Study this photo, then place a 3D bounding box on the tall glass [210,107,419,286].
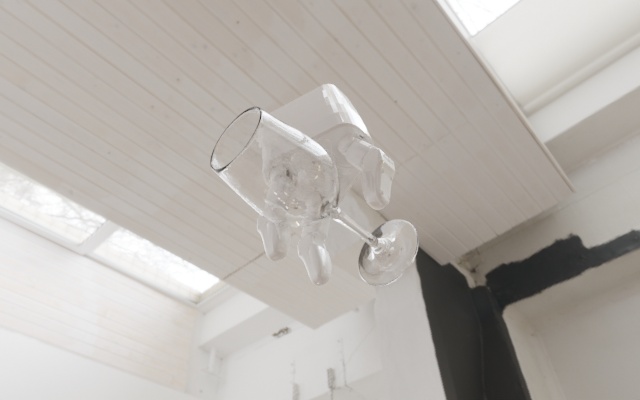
[{"bbox_3d":[0.001,0.002,0.427,0.201,0.079,0.079,37,-22,-33],"label":"tall glass"}]
